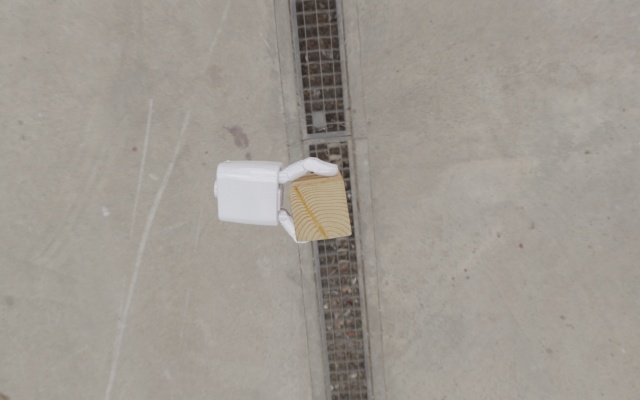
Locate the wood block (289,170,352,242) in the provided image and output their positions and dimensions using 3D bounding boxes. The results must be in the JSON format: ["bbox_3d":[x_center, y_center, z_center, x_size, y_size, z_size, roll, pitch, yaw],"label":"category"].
[{"bbox_3d":[0.000,0.003,0.845,0.090,0.091,0.206,-8,8,2],"label":"wood block"}]
